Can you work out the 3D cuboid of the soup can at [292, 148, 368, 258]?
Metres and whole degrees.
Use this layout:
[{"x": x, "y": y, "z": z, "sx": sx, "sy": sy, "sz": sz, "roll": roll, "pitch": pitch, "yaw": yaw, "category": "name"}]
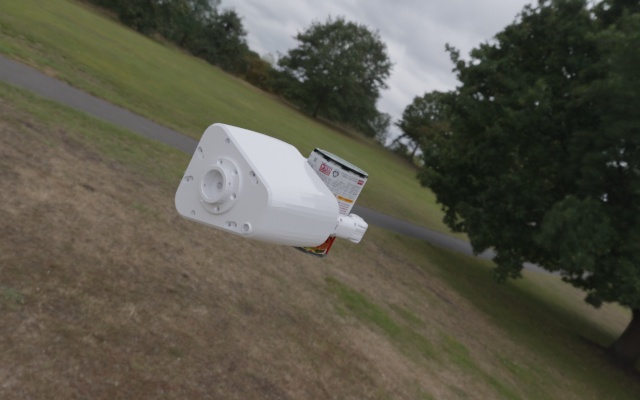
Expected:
[{"x": 0.001, "y": 0.002, "z": 0.526, "sx": 0.068, "sy": 0.102, "sz": 0.068, "roll": 27, "pitch": 9, "yaw": -5, "category": "soup can"}]
